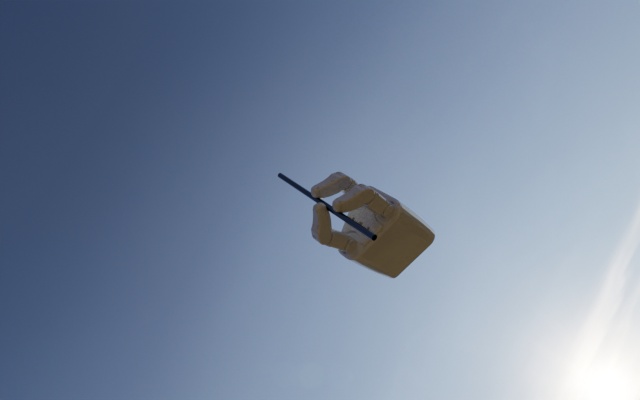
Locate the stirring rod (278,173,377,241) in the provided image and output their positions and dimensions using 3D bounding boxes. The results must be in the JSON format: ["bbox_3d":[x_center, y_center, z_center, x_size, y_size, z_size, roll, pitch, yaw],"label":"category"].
[{"bbox_3d":[0.000,0.002,0.655,0.011,0.011,0.239,0,20,-34],"label":"stirring rod"}]
